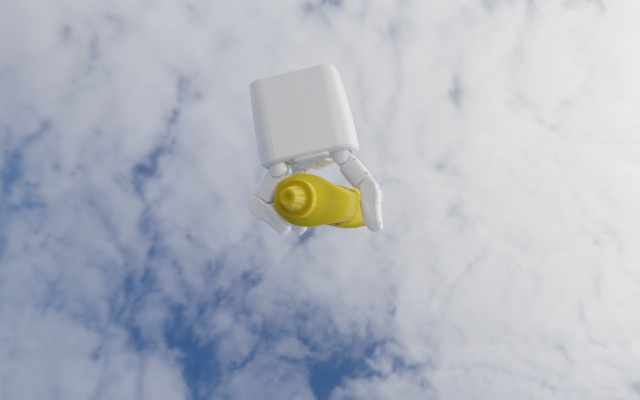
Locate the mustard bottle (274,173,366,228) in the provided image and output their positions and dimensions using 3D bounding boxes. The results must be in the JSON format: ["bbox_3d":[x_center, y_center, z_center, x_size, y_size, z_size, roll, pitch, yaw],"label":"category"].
[{"bbox_3d":[0.000,0.002,0.560,0.096,0.058,0.191,11,0,21],"label":"mustard bottle"}]
